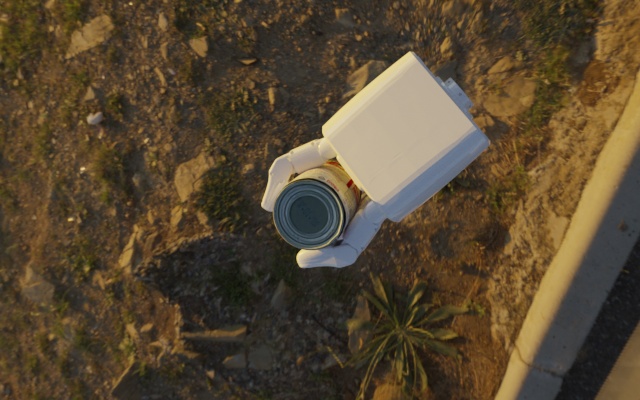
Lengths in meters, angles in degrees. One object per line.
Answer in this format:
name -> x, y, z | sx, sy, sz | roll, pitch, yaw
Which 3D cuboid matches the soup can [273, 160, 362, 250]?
soup can -> 0.000, 0.002, 0.465 | 0.068, 0.068, 0.102 | 0, 14, 13
